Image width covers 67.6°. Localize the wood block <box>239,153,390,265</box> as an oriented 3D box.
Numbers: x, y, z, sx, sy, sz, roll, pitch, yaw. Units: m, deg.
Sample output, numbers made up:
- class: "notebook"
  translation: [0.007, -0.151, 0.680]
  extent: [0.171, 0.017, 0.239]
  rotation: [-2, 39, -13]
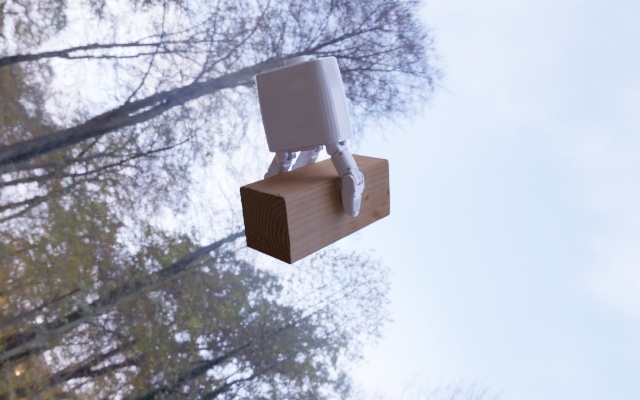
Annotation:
- class: "wood block"
  translation: [0.000, 0.002, 0.667]
  extent: [0.091, 0.090, 0.206]
  rotation: [14, 26, 42]
